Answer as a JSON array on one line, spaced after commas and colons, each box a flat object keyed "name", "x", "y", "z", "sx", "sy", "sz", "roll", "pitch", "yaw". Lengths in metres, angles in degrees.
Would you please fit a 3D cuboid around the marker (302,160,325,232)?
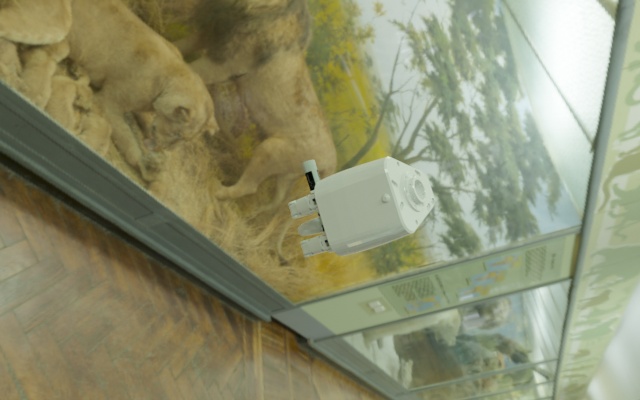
[{"name": "marker", "x": 0.000, "y": 0.002, "z": 0.674, "sx": 0.020, "sy": 0.121, "sz": 0.020, "roll": -17, "pitch": -5, "yaw": -2}]
